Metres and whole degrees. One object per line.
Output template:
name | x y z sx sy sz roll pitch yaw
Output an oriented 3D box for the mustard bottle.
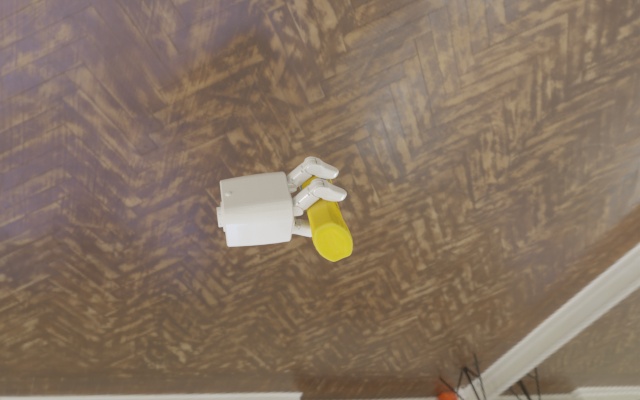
mustard bottle | 0.001 0.003 0.799 0.058 0.191 0.096 -24 -44 7
